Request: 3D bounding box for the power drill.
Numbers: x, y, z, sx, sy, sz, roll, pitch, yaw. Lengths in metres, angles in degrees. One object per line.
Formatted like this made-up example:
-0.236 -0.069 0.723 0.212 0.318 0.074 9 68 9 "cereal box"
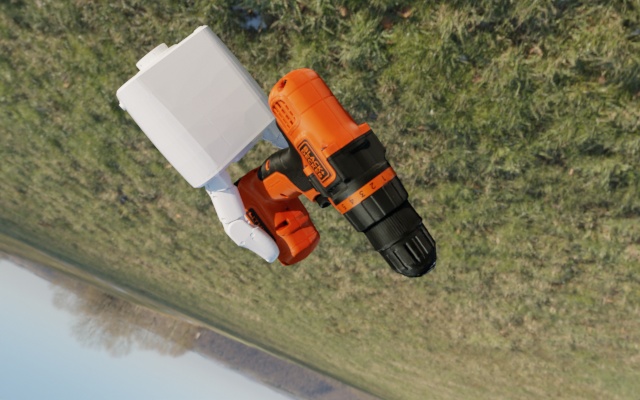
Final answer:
0.000 0.001 0.426 0.057 0.184 0.188 -33 -2 -33 "power drill"
